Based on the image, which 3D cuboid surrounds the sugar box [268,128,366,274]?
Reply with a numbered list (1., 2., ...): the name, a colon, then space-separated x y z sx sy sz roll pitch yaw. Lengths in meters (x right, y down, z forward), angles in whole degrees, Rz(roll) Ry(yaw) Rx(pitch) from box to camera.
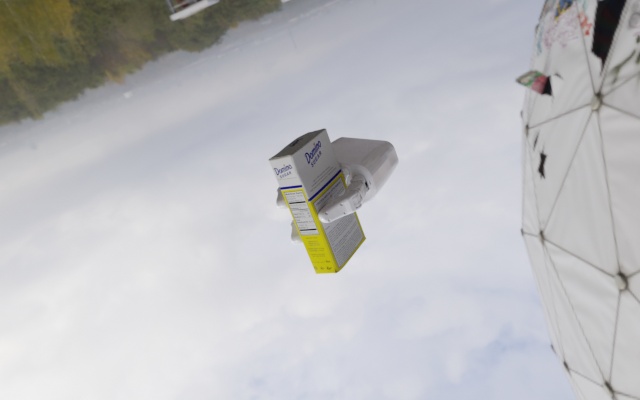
1. sugar box: 0.000 0.002 0.647 0.048 0.176 0.093 -9 23 36
